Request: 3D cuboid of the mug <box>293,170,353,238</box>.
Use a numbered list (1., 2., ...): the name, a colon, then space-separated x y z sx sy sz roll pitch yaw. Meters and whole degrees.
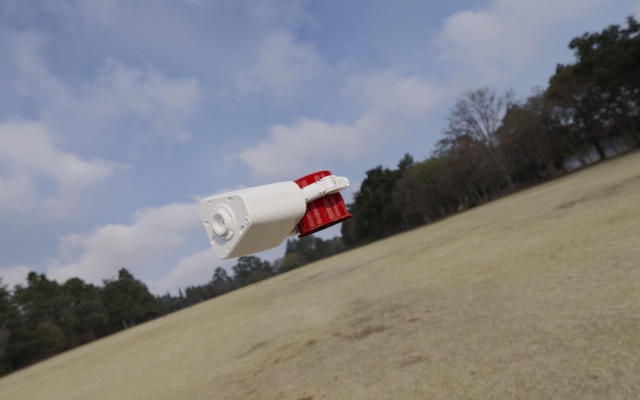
1. mug: 0.001 0.002 0.762 0.093 0.081 0.117 -27 -9 38
